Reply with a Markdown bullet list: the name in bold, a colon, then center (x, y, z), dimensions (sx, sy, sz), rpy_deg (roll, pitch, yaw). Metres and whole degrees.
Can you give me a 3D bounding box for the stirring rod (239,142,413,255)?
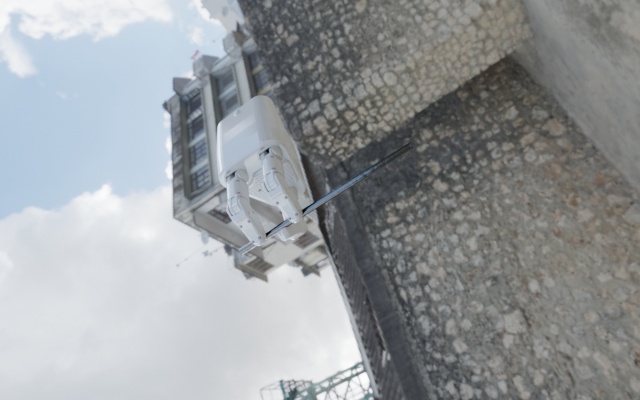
- **stirring rod**: center (0.000, 0.002, 0.548), dimensions (0.239, 0.011, 0.011), rpy_deg (-32, -10, 17)
